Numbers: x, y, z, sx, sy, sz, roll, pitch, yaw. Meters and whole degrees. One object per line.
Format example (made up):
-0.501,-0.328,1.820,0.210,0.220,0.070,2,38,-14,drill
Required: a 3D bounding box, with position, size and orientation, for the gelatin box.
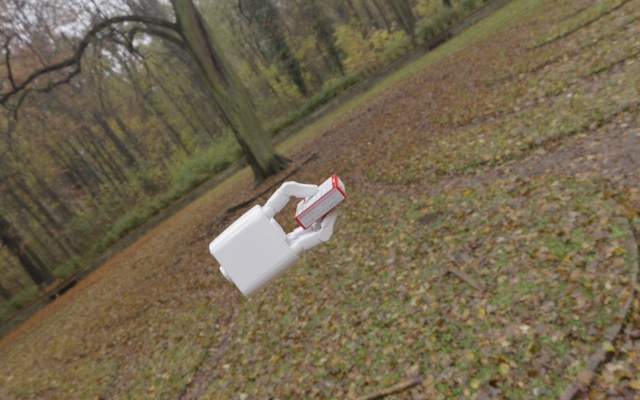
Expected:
0.000,0.002,0.789,0.089,0.030,0.073,-39,13,11,gelatin box
